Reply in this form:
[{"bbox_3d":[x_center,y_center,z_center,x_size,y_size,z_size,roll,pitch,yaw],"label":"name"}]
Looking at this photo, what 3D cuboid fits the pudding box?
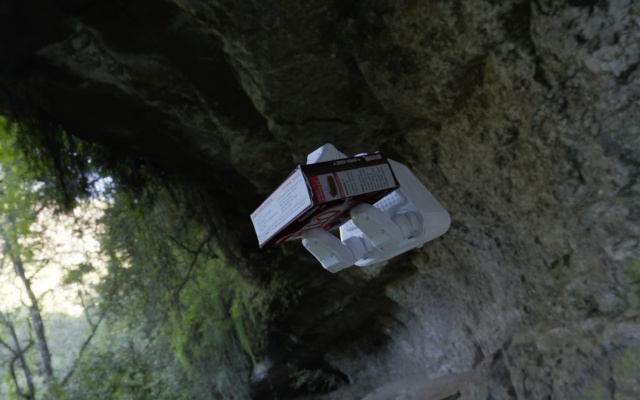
[{"bbox_3d":[0.000,0.001,0.422,0.090,0.039,0.113,-13,-17,-33],"label":"pudding box"}]
